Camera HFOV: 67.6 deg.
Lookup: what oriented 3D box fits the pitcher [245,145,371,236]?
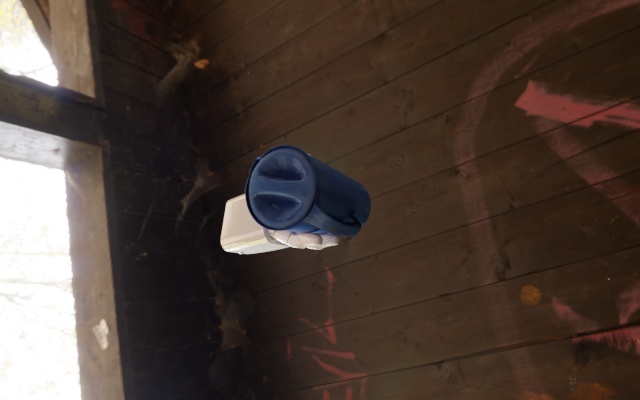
[{"bbox_3d":[0.000,0.003,0.823,0.145,0.149,0.243,-14,-15,28],"label":"pitcher"}]
